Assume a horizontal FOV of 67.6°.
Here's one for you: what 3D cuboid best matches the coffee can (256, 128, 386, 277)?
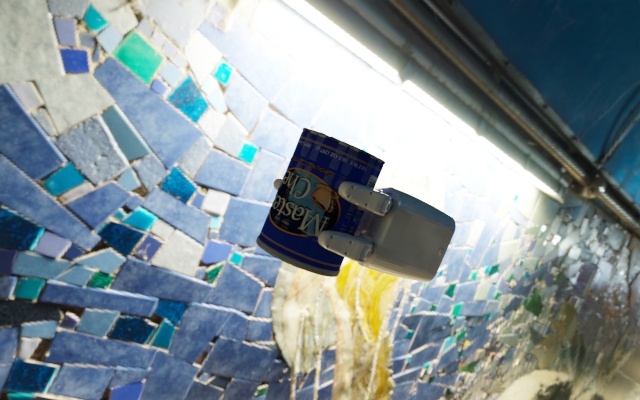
[{"bbox_3d":[0.000,0.002,0.544,0.103,0.140,0.103,23,3,-1],"label":"coffee can"}]
